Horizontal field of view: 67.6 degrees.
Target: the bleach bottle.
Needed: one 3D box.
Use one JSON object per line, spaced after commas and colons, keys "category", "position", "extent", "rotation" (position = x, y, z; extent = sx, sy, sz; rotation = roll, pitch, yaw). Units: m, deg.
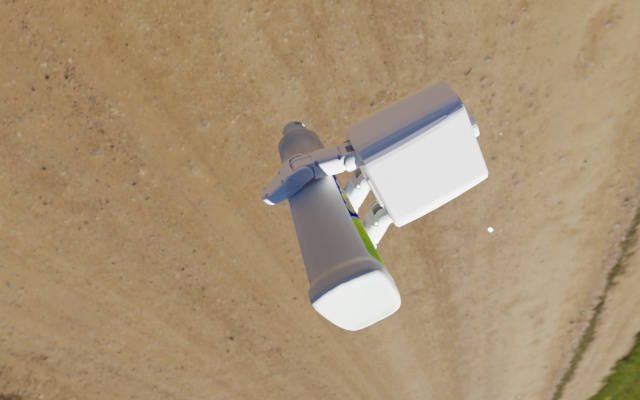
{"category": "bleach bottle", "position": [0.000, 0.002, 0.494], "extent": [0.068, 0.250, 0.103], "rotation": [-29, -39, 9]}
